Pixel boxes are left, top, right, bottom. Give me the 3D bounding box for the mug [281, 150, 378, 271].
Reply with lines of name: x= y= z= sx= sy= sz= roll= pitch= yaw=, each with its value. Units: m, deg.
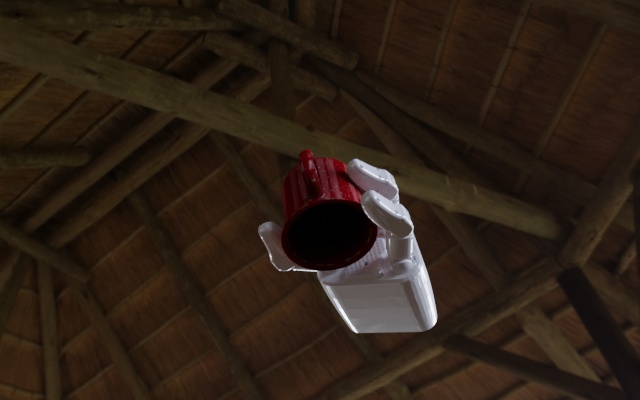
mug: x=0.000 y=0.000 z=0.474 sx=0.093 sy=0.117 sz=0.081 roll=-19 pitch=39 yaw=6
